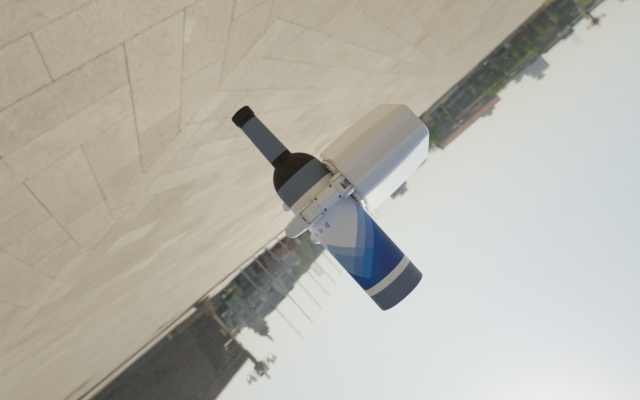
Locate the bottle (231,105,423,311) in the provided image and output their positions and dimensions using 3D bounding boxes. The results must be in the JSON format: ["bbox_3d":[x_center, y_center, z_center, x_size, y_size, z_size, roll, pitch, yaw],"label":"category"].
[{"bbox_3d":[0.000,0.002,0.580,0.069,0.295,0.069,-42,-1,-1],"label":"bottle"}]
